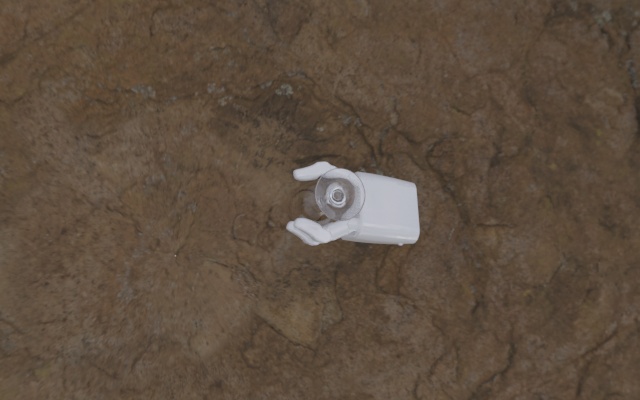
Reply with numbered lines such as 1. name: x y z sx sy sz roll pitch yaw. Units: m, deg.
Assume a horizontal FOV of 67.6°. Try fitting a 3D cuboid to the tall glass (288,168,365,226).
1. tall glass: 0.000 0.002 0.759 0.079 0.079 0.201 0 -6 -17
